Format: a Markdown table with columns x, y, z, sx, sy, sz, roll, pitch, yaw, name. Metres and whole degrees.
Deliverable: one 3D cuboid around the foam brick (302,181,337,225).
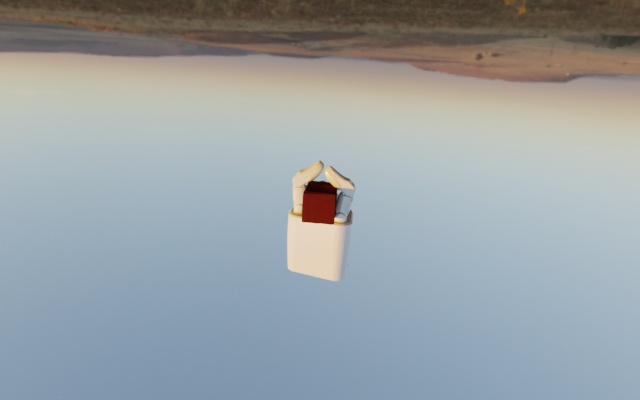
| x | y | z | sx | sy | sz | roll | pitch | yaw | name |
| --- | --- | --- | --- | --- | --- | --- | --- | --- | --- |
| 0.000 | 0.003 | 0.777 | 0.053 | 0.051 | 0.078 | 6 | 16 | 4 | foam brick |
